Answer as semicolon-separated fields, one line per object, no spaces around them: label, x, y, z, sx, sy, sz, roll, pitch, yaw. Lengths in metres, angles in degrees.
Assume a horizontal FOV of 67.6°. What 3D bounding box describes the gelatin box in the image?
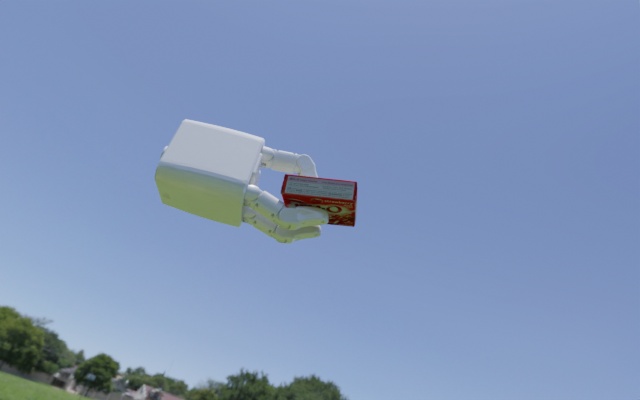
gelatin box;0.000;0.002;0.585;0.089;0.030;0.073;6;-27;6
